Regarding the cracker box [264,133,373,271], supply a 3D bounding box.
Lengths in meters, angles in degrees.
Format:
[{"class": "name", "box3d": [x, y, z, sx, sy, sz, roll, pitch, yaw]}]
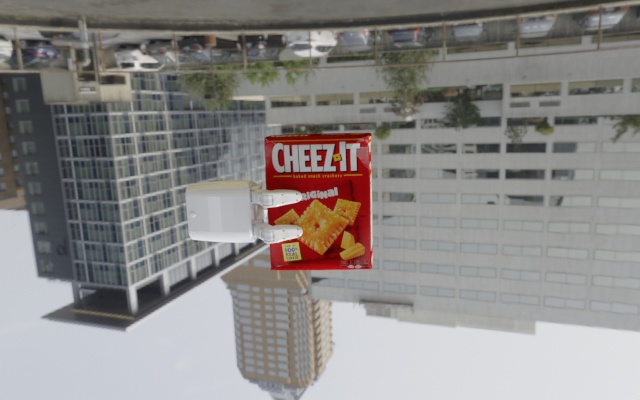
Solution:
[{"class": "cracker box", "box3d": [0.000, 0.003, 0.759, 0.164, 0.214, 0.072, -1, 11, 7]}]
